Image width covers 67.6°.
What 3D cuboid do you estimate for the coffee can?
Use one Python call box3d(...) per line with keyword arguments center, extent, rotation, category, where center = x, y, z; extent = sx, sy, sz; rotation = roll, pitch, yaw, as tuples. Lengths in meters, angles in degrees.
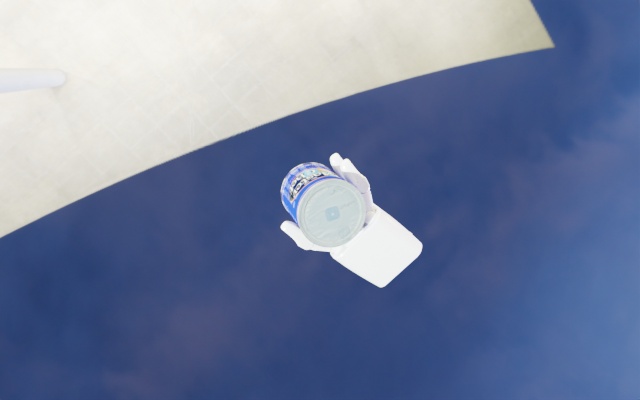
box3d(center=(0.000, 0.002, 0.752), extent=(0.103, 0.103, 0.140), rotation=(0, 15, -15), category="coffee can")
